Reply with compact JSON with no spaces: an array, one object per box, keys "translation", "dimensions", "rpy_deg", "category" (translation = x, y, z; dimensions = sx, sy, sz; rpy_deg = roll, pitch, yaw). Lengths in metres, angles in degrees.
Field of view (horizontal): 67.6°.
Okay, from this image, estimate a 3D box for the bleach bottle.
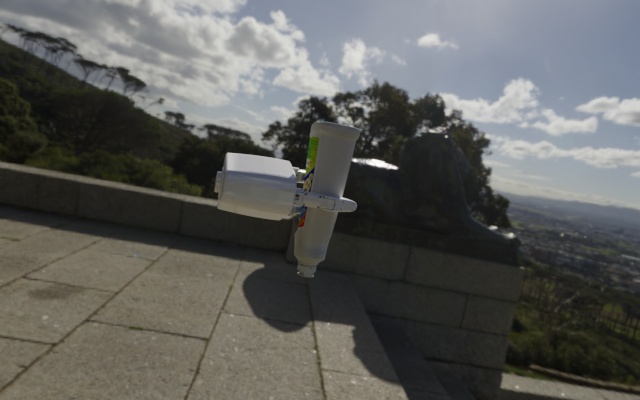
[{"translation":[0.000,0.002,0.774],"dimensions":[0.068,0.251,0.102],"rpy_deg":[9,6,-15],"category":"bleach bottle"}]
